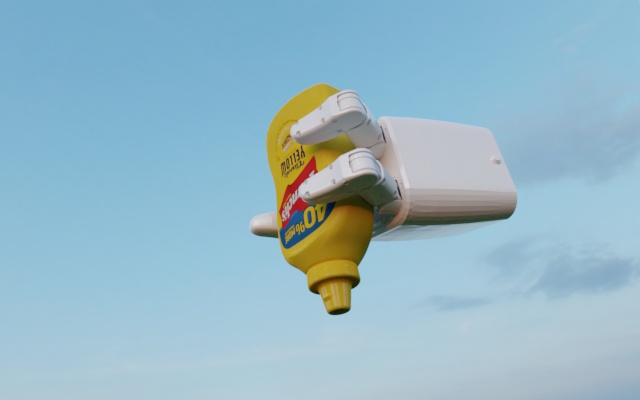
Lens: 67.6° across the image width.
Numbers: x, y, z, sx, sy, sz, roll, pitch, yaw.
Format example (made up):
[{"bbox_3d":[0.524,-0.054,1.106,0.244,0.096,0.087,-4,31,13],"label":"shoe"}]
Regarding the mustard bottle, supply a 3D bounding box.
[{"bbox_3d":[0.000,0.001,0.401,0.058,0.191,0.096,17,-40,-38],"label":"mustard bottle"}]
